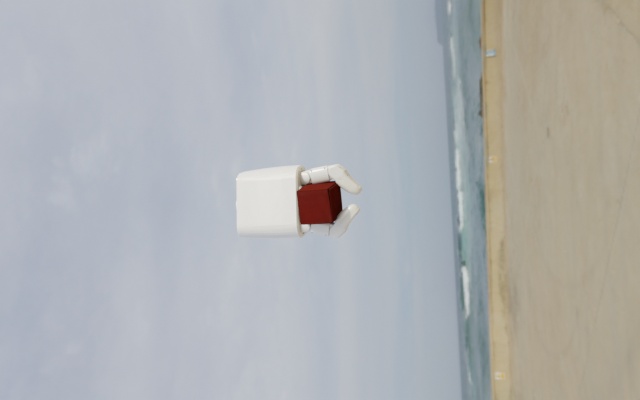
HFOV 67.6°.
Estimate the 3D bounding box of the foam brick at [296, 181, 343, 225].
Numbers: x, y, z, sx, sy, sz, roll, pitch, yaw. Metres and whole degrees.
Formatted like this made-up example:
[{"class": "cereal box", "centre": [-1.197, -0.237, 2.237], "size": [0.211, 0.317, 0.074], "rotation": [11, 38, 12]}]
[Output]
[{"class": "foam brick", "centre": [0.000, 0.002, 0.731], "size": [0.051, 0.053, 0.078], "rotation": [-3, 11, 15]}]
